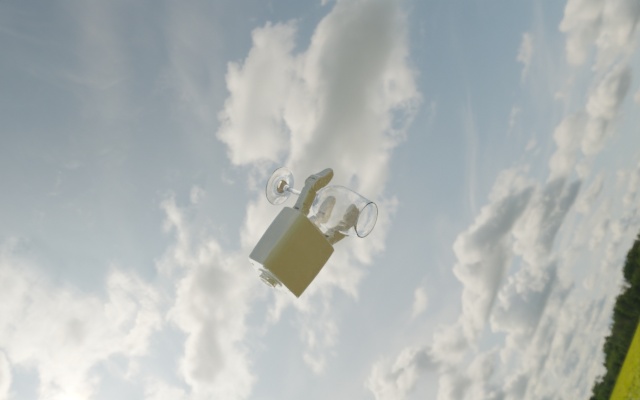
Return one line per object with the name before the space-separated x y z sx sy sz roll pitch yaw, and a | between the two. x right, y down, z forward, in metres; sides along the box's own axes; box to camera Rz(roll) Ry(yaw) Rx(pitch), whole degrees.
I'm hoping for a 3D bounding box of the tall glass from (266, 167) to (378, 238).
tall glass | 0.000 0.002 0.831 0.201 0.079 0.079 21 12 35
